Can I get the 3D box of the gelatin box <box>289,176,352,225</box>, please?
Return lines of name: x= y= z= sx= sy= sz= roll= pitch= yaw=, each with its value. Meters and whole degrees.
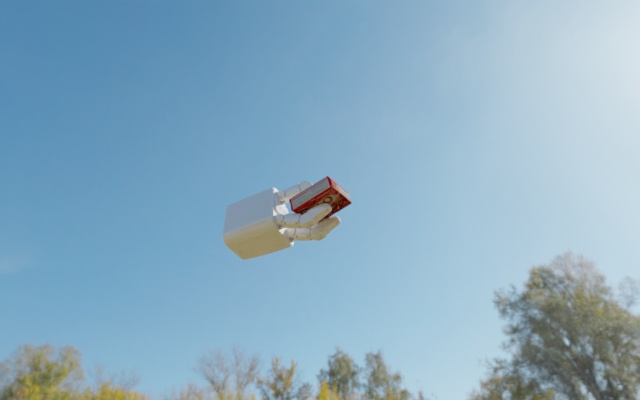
gelatin box: x=0.000 y=0.002 z=0.862 sx=0.089 sy=0.030 sz=0.073 roll=-32 pitch=-39 yaw=18
